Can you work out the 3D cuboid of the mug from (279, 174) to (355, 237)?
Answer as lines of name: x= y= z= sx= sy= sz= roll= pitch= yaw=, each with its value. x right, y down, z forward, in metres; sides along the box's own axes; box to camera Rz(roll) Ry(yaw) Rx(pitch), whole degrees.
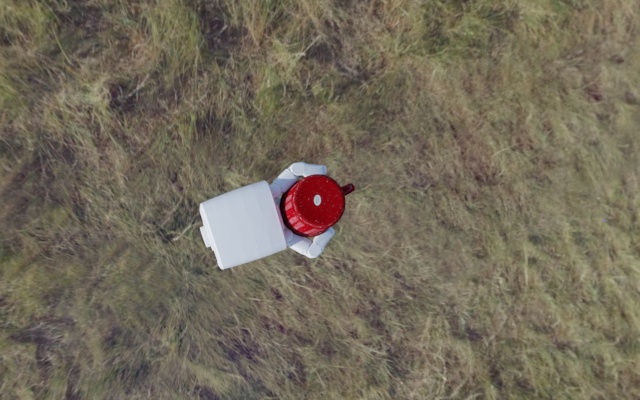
mug: x=0.001 y=0.002 z=0.726 sx=0.117 sy=0.093 sz=0.081 roll=-22 pitch=-3 yaw=-16
